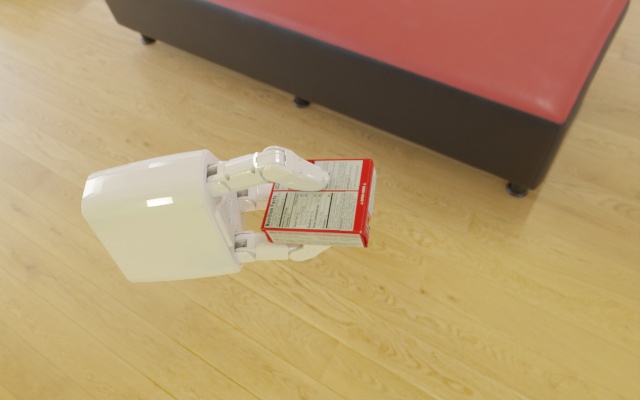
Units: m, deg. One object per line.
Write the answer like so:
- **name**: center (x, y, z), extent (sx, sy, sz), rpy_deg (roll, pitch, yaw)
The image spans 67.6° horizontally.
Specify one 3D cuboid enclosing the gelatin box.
- **gelatin box**: center (0.000, 0.001, 0.411), extent (0.089, 0.073, 0.030), rpy_deg (0, -32, 17)
